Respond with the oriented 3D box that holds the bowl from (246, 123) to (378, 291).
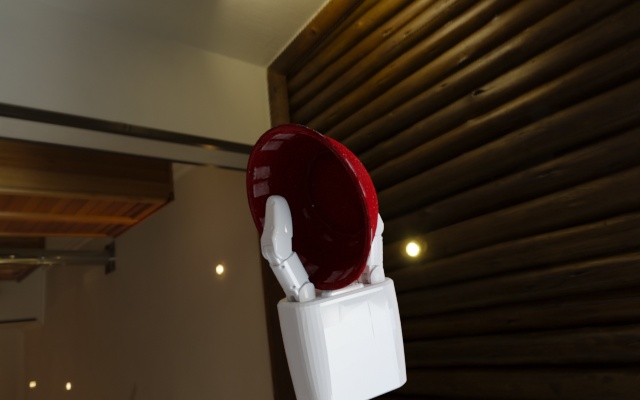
[{"bbox_3d":[0.000,0.000,0.457,0.162,0.162,0.055,0,18,46],"label":"bowl"}]
